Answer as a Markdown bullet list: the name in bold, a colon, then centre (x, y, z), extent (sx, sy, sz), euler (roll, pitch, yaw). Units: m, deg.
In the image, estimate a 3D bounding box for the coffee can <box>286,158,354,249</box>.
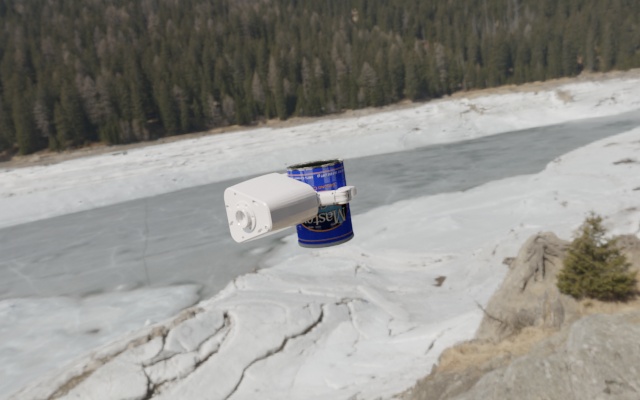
- **coffee can**: centre (0.000, 0.003, 0.847), extent (0.103, 0.140, 0.103), euler (-8, 11, 2)
